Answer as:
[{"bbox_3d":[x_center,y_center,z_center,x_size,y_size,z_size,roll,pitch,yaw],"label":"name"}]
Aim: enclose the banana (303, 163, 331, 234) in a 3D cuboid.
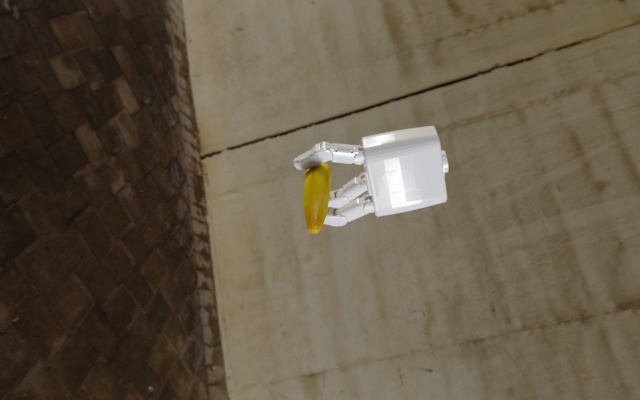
[{"bbox_3d":[-0.002,-0.017,0.693,0.037,0.070,0.197,-6,16,5],"label":"banana"}]
